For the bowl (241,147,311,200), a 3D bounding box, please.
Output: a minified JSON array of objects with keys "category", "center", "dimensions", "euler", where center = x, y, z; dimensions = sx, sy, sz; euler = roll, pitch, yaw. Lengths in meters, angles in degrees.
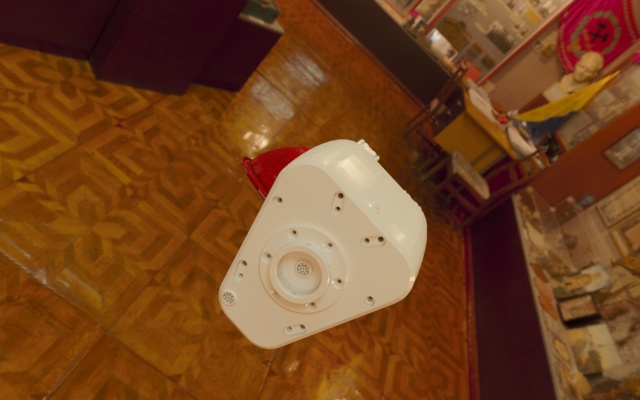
[{"category":"bowl","center":[0.000,0.001,0.456],"dimensions":[0.055,0.162,0.162],"euler":[-42,-4,4]}]
